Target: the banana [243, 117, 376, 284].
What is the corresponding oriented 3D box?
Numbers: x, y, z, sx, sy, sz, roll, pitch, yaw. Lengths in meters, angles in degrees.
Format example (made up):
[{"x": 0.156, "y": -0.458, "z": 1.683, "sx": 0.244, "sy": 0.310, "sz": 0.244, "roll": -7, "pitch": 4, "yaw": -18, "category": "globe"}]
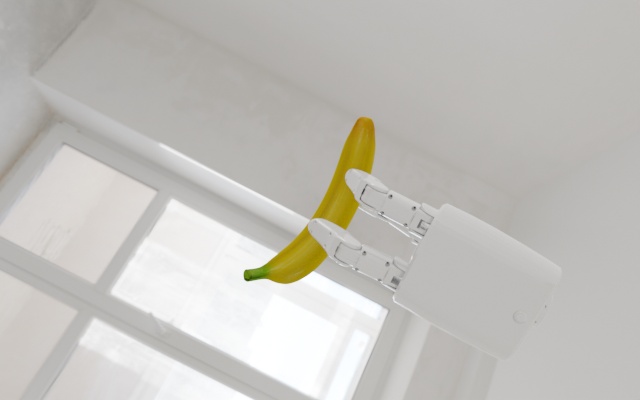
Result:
[{"x": 0.006, "y": 0.011, "z": 0.478, "sx": 0.037, "sy": 0.198, "sz": 0.070, "roll": 32, "pitch": -6, "yaw": 34, "category": "banana"}]
